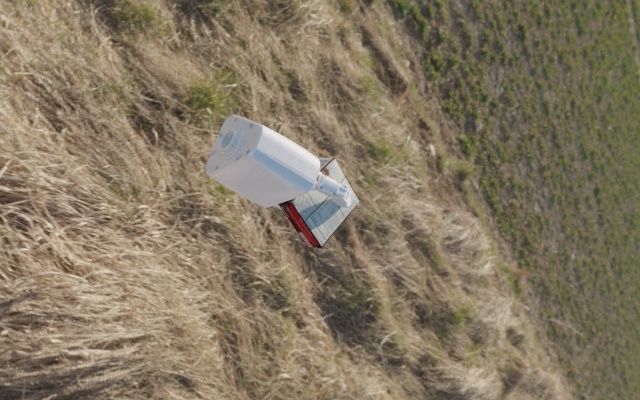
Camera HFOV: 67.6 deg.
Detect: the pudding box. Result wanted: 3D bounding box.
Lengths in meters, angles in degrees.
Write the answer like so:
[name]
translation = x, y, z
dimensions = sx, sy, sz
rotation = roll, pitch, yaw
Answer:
[pudding box]
translation = 0.000, 0.002, 0.715
dimensions = 0.039, 0.090, 0.113
rotation = 0, 39, 49
